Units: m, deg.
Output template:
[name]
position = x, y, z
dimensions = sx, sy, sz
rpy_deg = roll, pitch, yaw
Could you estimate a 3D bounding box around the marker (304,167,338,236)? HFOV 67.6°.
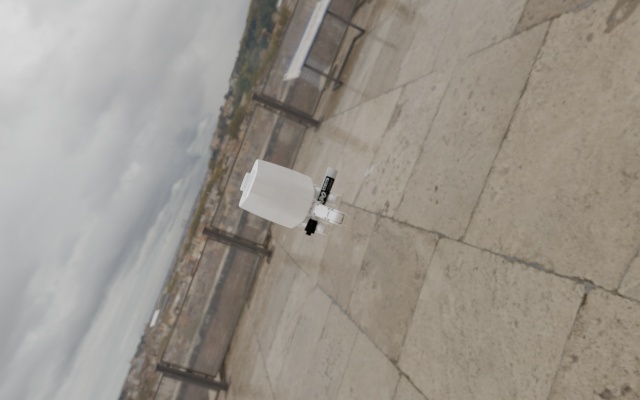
[marker]
position = 0.000, 0.003, 0.815
dimensions = 0.020, 0.121, 0.020
rpy_deg = 21, -1, 1
